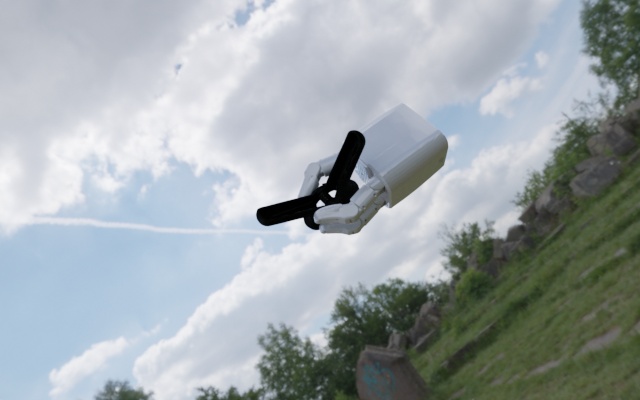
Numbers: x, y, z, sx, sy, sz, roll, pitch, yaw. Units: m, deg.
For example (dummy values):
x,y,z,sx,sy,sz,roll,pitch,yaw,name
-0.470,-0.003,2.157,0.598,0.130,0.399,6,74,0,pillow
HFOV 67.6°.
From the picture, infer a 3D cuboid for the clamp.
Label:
x,y,z,sx,sy,sz,roll,pitch,yaw,name
0.000,0.002,0.658,0.164,0.036,0.210,-37,-21,-6,clamp
